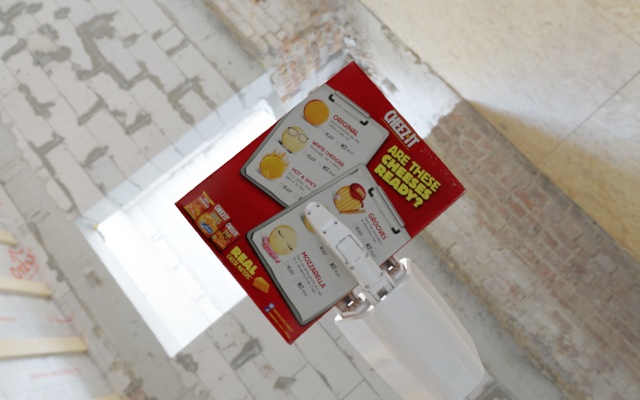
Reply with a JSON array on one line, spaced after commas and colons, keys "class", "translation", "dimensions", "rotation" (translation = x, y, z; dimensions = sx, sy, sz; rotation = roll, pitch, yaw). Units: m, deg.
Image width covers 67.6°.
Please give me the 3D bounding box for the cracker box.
[{"class": "cracker box", "translation": [0.000, 0.002, 0.458], "dimensions": [0.213, 0.164, 0.072], "rotation": [-40, -3, -7]}]
